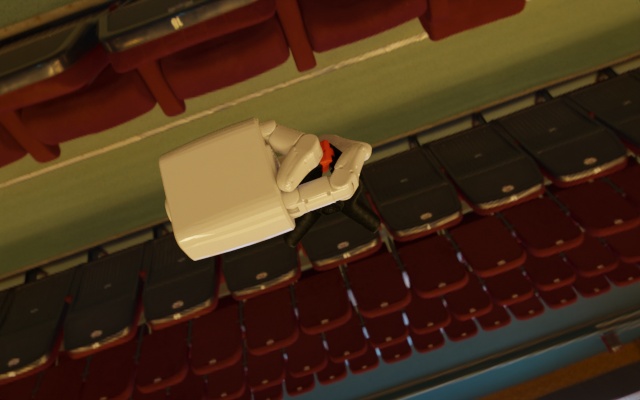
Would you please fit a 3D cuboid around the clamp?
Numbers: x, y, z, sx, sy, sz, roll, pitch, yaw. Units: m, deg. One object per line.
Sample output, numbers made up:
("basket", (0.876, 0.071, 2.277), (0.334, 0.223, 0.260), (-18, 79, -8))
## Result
("clamp", (0.000, 0.002, 0.537), (0.120, 0.039, 0.172), (-20, -37, 2))
